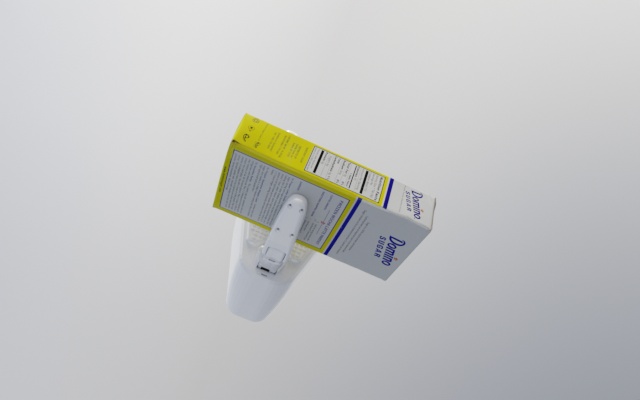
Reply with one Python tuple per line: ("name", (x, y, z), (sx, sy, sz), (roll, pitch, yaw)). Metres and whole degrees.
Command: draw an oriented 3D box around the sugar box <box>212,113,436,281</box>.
("sugar box", (0.000, 0.001, 0.419), (0.176, 0.048, 0.093), (22, -40, -6))
